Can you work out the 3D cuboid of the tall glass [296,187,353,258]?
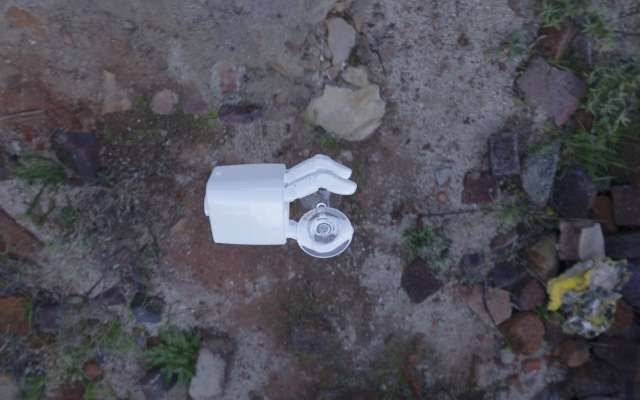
[{"bbox_3d":[0.000,0.003,0.710,0.079,0.079,0.201,0,24,-2],"label":"tall glass"}]
